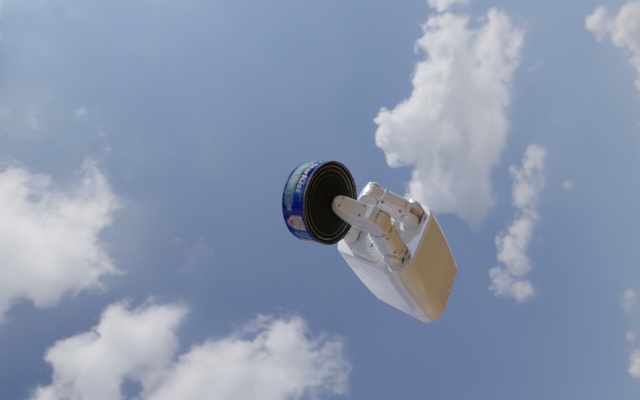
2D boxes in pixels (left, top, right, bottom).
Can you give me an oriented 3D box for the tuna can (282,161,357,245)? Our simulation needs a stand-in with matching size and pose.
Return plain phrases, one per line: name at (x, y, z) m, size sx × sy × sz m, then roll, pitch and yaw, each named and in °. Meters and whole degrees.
tuna can at (0.000, 0.002, 0.496) m, size 0.034 × 0.086 × 0.086 m, roll 5°, pitch 3°, yaw 40°
